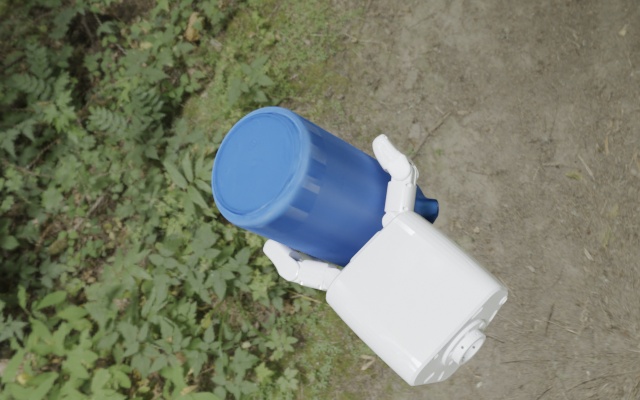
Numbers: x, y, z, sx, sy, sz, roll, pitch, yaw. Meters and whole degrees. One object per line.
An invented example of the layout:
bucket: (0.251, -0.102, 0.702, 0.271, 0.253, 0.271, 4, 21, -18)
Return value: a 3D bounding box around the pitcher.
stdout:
pitcher: (0.000, 0.002, 0.497, 0.145, 0.149, 0.243, 43, 11, 36)
